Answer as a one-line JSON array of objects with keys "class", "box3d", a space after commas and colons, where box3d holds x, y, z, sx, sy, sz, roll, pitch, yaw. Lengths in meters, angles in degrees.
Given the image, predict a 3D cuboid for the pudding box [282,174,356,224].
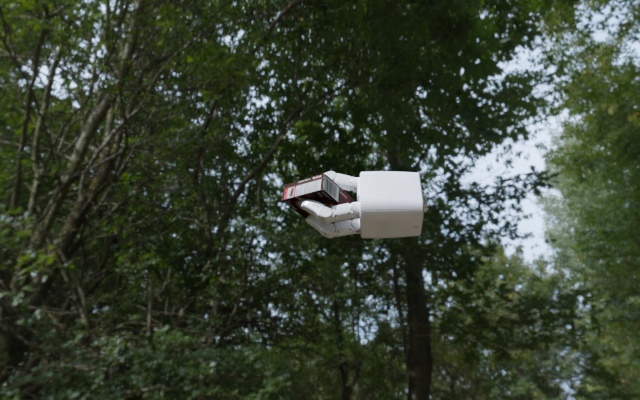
[{"class": "pudding box", "box3d": [0.000, 0.003, 0.856, 0.090, 0.039, 0.113, -15, -38, 31]}]
